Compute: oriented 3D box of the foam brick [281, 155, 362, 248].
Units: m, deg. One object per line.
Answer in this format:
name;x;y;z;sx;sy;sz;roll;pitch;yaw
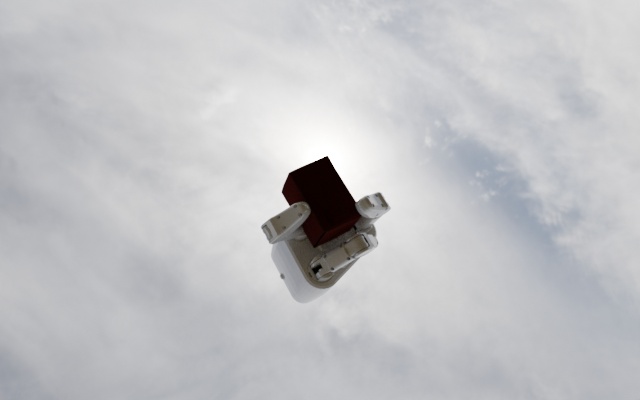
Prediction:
foam brick;0.000;0.001;0.524;0.053;0.078;0.051;-24;-15;-23
